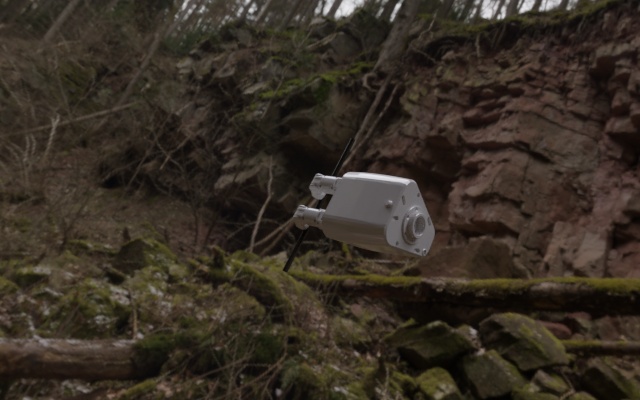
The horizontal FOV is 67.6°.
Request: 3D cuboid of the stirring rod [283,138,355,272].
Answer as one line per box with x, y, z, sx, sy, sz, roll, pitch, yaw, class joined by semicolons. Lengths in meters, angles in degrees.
0.000;0.003;0.737;0.011;0.239;0.011;24;-19;9;stirring rod
